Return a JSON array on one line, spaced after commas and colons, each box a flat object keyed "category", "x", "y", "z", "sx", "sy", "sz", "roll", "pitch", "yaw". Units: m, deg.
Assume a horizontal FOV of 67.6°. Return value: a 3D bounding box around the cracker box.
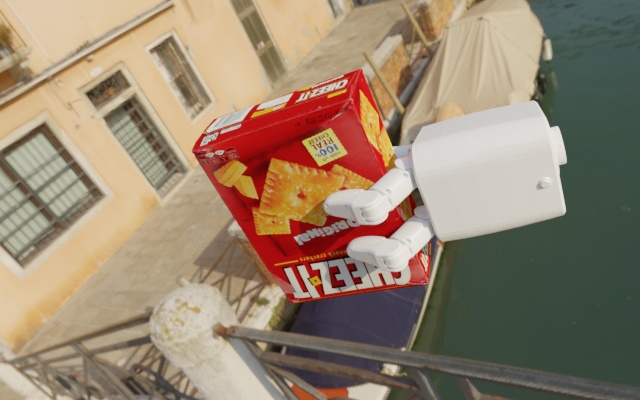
[{"category": "cracker box", "x": 0.000, "y": 0.001, "z": 0.472, "sx": 0.164, "sy": 0.214, "sz": 0.072, "roll": -13, "pitch": 32, "yaw": 24}]
